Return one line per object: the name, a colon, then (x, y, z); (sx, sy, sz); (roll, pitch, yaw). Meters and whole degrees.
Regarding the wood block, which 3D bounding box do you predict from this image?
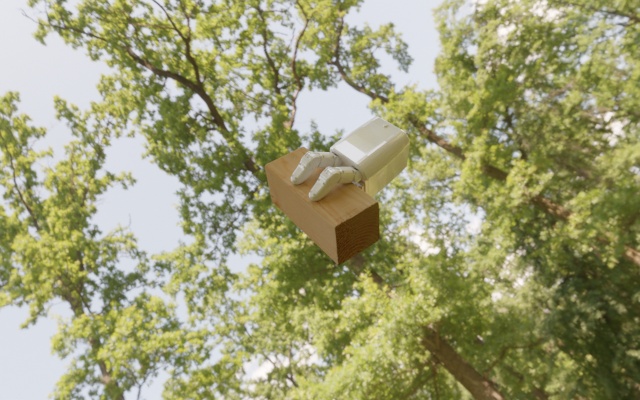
wood block: (0.000, 0.003, 0.821); (0.090, 0.091, 0.206); (-29, 46, -23)
